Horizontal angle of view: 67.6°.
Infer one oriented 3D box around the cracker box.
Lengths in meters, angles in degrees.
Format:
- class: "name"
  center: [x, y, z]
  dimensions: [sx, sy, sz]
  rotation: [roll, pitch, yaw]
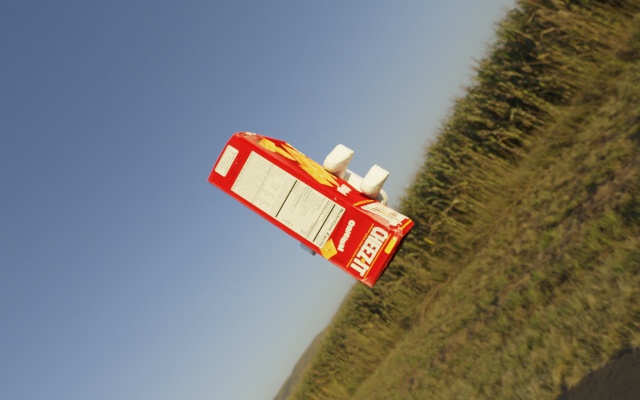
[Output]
- class: "cracker box"
  center: [0.000, 0.002, 0.568]
  dimensions: [0.213, 0.072, 0.164]
  rotation: [32, 10, 12]
